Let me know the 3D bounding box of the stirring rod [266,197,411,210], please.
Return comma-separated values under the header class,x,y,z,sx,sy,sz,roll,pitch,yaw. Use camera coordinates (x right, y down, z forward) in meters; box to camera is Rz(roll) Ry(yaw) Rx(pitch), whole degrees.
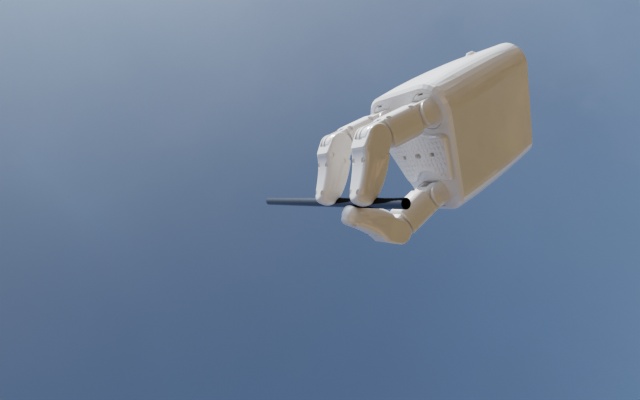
class,x,y,z,sx,sy,sz,roll,pitch,yaw
stirring rod,0.000,0.001,0.420,0.011,0.011,0.239,0,0,-28
